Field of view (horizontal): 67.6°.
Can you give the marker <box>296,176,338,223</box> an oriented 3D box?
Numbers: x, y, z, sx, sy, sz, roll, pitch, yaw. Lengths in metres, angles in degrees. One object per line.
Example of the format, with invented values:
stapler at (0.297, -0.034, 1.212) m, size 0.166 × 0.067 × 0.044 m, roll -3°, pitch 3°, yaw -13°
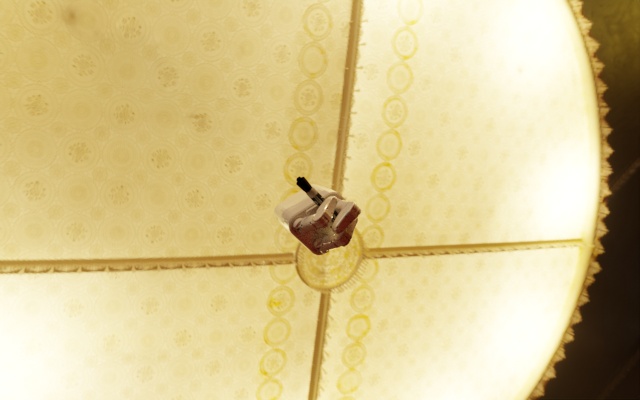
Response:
marker at (0.000, 0.003, 0.821) m, size 0.121 × 0.020 × 0.020 m, roll 46°, pitch -23°, yaw -24°
